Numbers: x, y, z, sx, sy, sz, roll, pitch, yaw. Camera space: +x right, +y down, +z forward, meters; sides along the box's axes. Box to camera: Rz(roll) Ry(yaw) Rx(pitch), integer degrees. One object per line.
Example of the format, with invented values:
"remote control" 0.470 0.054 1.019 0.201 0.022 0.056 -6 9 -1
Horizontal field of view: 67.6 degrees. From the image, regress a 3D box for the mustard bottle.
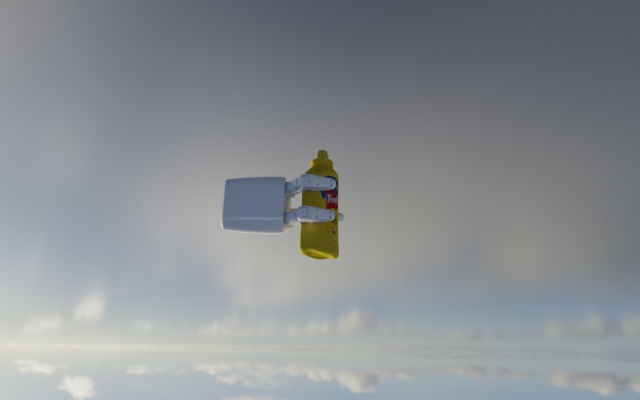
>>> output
"mustard bottle" 0.000 0.003 0.837 0.058 0.191 0.096 -7 -19 25
